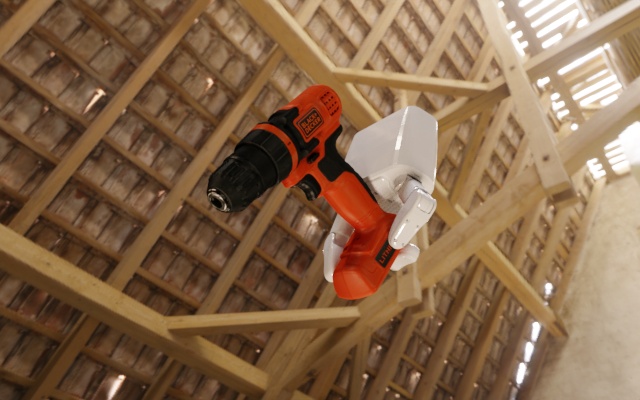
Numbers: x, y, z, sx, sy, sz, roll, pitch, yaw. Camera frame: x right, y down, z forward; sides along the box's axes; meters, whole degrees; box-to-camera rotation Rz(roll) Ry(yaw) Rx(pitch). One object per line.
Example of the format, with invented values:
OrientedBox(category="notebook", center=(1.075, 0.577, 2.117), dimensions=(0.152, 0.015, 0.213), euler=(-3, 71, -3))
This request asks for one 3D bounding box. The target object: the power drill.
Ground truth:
OrientedBox(category="power drill", center=(0.000, 0.002, 0.453), dimensions=(0.057, 0.188, 0.184), euler=(-15, 26, 45))
